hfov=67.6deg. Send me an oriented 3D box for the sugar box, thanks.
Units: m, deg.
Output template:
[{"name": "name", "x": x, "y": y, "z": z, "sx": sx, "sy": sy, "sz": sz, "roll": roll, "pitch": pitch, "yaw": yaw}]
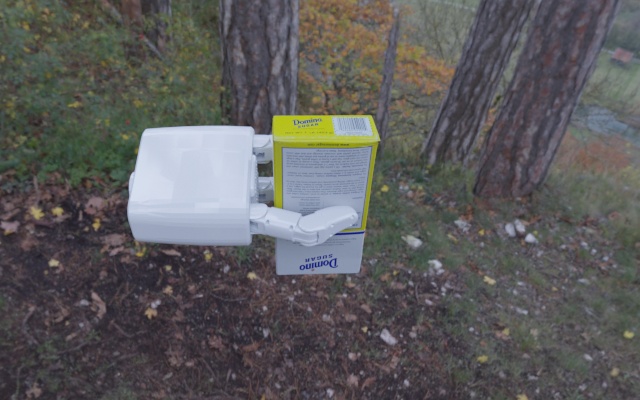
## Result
[{"name": "sugar box", "x": 0.000, "y": 0.001, "z": 0.473, "sx": 0.093, "sy": 0.176, "sz": 0.048, "roll": 0, "pitch": 44, "yaw": -5}]
